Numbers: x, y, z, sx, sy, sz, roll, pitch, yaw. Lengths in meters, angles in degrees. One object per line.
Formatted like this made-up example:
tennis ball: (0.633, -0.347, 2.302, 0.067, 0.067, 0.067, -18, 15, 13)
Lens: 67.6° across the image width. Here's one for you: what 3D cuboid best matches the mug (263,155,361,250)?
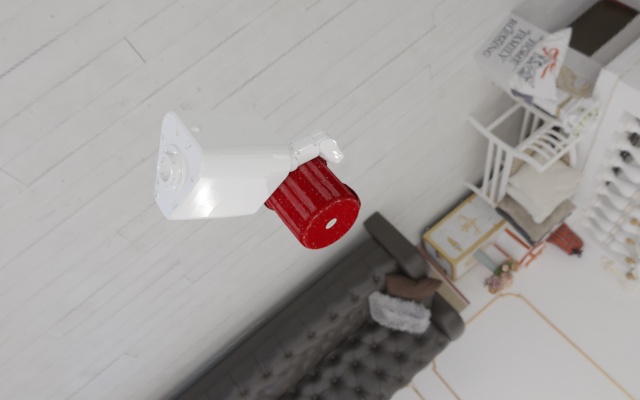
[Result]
mug: (0.001, 0.002, 0.567, 0.117, 0.093, 0.081, -5, 43, -43)
